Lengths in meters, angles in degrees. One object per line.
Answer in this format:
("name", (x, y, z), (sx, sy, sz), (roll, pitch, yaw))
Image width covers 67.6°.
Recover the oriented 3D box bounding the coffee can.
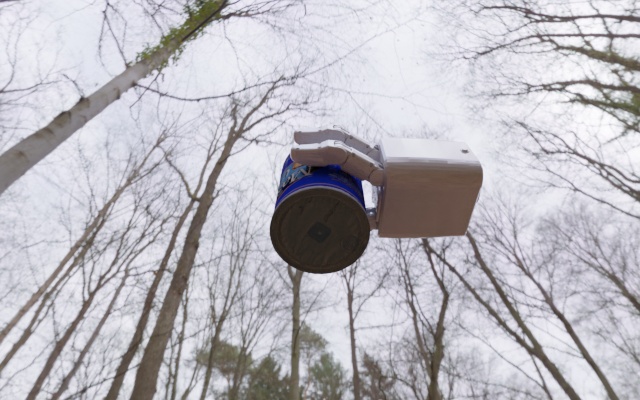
("coffee can", (0.000, 0.002, 0.545), (0.103, 0.103, 0.140), (0, 27, 1))
